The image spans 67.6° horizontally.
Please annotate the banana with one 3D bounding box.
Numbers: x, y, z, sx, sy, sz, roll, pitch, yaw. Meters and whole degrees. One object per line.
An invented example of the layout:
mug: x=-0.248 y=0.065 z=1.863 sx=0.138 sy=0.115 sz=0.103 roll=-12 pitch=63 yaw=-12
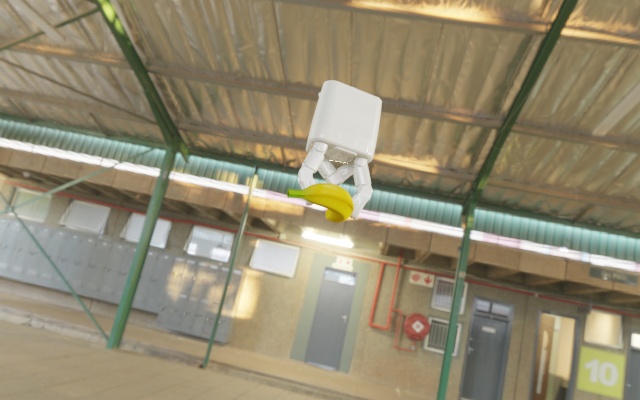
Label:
banana: x=0.017 y=0.004 z=0.718 sx=0.069 sy=0.037 sz=0.198 roll=7 pitch=-11 yaw=19
